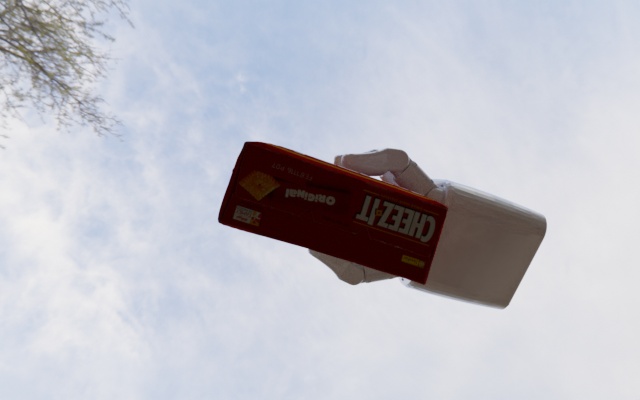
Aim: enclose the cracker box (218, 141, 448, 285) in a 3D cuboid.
[{"bbox_3d":[0.000,0.002,0.451,0.164,0.072,0.213,17,1,-8],"label":"cracker box"}]
